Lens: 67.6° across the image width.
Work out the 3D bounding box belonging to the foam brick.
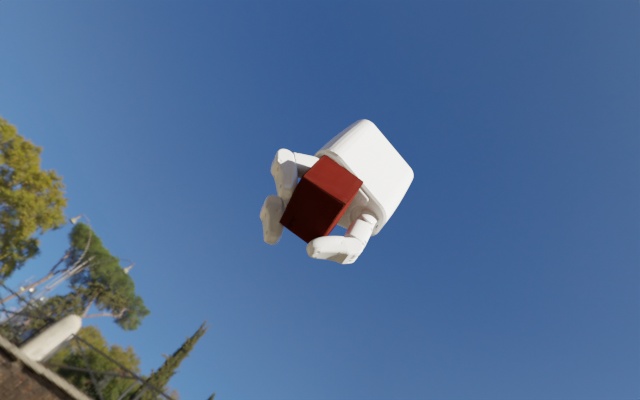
[{"bbox_3d":[0.000,0.002,0.505,0.053,0.078,0.051,36,43,6],"label":"foam brick"}]
